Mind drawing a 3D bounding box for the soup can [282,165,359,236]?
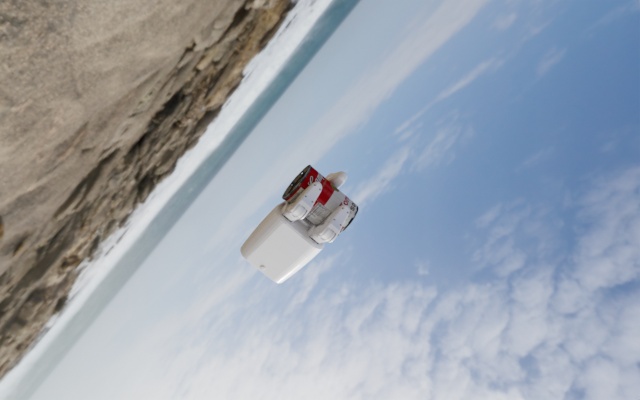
[{"bbox_3d":[0.001,0.002,0.744,0.102,0.068,0.068,40,-9,-11],"label":"soup can"}]
